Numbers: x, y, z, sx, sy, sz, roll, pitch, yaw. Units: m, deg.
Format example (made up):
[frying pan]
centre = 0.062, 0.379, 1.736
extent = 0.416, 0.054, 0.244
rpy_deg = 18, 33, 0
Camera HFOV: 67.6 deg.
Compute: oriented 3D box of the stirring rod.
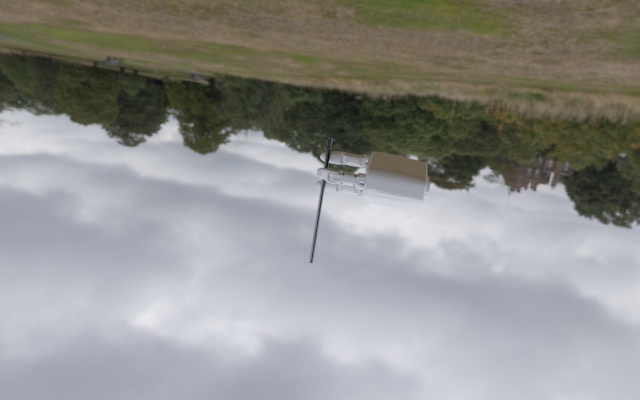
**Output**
[stirring rod]
centre = 0.000, 0.003, 0.896
extent = 0.011, 0.239, 0.011
rpy_deg = 9, 11, -2
